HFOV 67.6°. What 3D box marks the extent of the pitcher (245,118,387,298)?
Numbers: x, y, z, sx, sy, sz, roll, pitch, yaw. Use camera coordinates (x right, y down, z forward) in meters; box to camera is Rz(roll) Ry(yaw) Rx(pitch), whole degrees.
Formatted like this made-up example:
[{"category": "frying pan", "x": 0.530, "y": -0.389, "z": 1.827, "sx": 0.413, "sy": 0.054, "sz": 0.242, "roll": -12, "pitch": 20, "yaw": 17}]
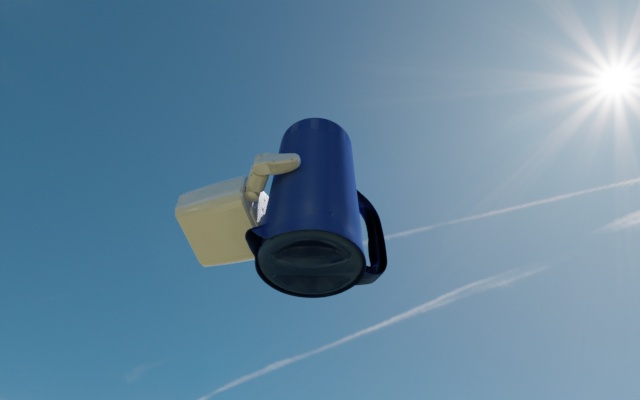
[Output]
[{"category": "pitcher", "x": 0.000, "y": 0.002, "z": 0.649, "sx": 0.145, "sy": 0.242, "sz": 0.149, "roll": -13, "pitch": -47, "yaw": 15}]
